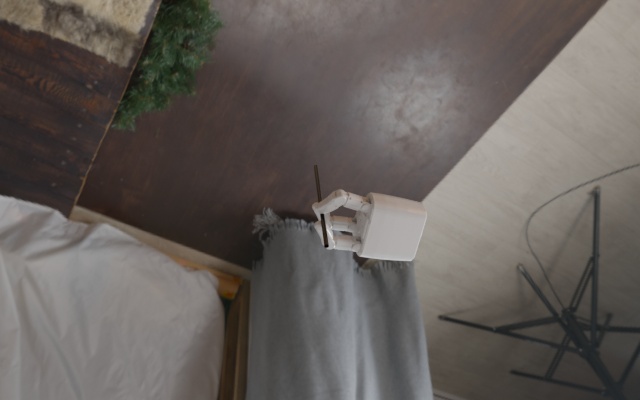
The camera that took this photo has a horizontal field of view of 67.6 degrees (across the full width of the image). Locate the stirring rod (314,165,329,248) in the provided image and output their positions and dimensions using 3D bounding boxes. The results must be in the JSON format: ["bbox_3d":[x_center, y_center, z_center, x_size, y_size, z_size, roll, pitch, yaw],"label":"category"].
[{"bbox_3d":[0.000,0.003,0.877,0.011,0.011,0.239,0,37,-6],"label":"stirring rod"}]
